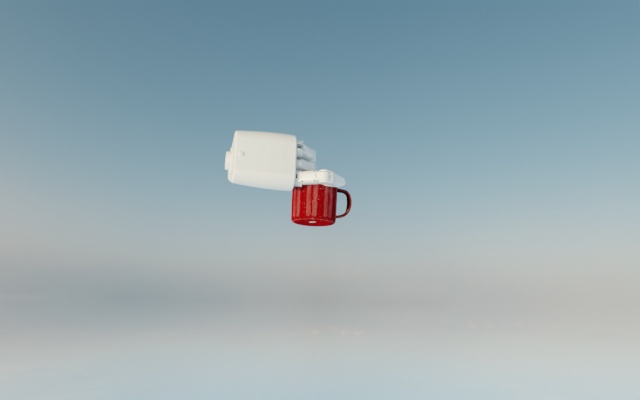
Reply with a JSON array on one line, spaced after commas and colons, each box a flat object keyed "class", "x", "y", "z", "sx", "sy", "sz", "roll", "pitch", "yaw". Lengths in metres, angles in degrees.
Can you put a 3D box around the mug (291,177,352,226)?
[{"class": "mug", "x": 0.001, "y": 0.003, "z": 0.875, "sx": 0.117, "sy": 0.081, "sz": 0.093, "roll": 6, "pitch": -13, "yaw": -15}]
